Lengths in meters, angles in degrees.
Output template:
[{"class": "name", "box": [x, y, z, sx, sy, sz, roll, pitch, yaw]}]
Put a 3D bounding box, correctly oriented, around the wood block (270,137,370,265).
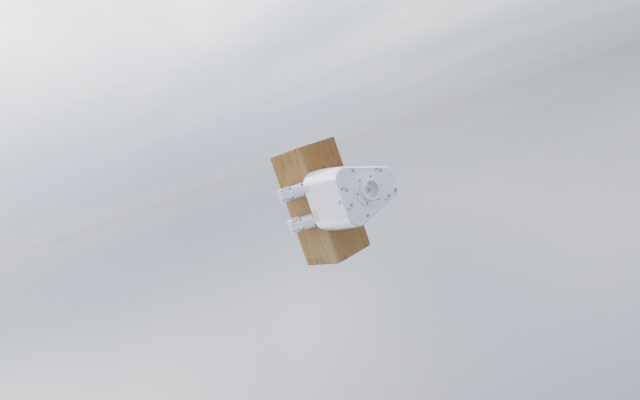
[{"class": "wood block", "box": [0.001, 0.003, 0.856, 0.091, 0.206, 0.090, -24, 7, -40]}]
